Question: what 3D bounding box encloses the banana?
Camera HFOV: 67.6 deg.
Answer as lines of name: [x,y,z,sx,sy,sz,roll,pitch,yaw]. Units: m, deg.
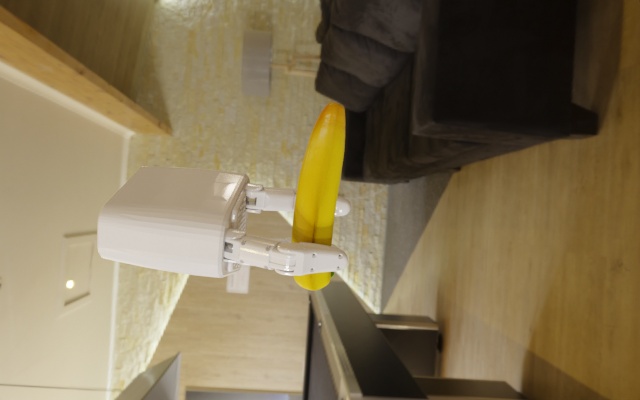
banana: [-0.003,0.015,0.425,0.037,0.198,0.069,9,35,7]
